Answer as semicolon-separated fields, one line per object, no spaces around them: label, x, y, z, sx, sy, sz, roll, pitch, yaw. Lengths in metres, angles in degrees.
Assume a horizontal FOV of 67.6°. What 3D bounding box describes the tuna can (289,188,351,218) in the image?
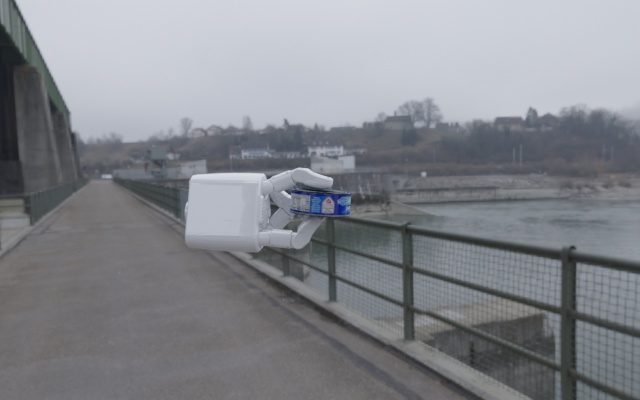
tuna can;0.000;0.002;0.672;0.086;0.034;0.086;4;4;0
